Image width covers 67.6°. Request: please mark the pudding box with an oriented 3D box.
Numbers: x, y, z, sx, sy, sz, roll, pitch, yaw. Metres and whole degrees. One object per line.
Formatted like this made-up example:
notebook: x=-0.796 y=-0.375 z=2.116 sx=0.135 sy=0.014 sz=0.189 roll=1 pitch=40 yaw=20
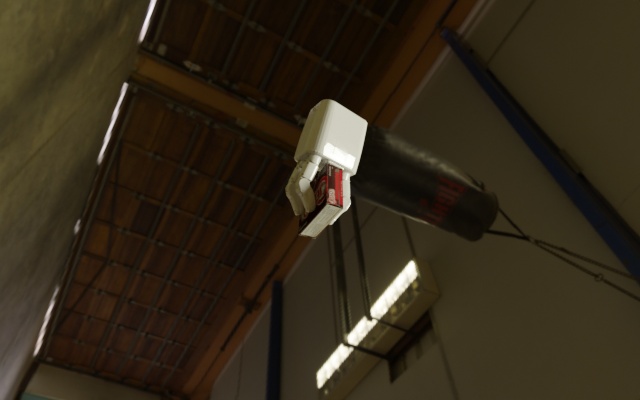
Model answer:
pudding box: x=0.000 y=0.003 z=0.856 sx=0.039 sy=0.090 sz=0.113 roll=17 pitch=-40 yaw=-19
